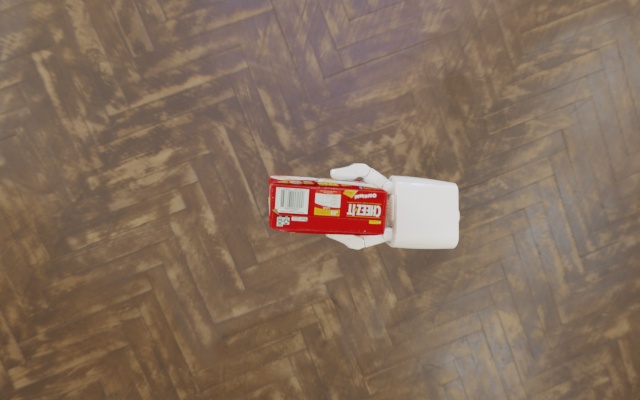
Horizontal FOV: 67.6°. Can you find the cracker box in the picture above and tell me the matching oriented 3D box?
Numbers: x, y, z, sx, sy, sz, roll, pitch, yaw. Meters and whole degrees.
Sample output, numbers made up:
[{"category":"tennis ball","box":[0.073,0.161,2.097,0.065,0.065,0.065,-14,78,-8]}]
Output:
[{"category":"cracker box","box":[0.000,0.002,0.755,0.164,0.072,0.213,3,6,-7]}]
